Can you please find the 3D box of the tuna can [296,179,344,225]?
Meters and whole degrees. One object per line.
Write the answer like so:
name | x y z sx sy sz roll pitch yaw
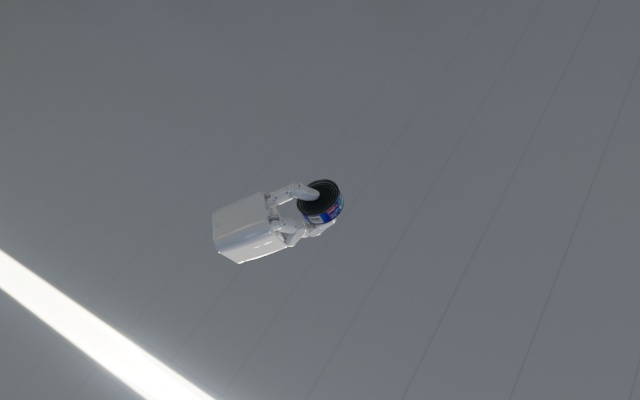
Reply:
tuna can | 0.000 0.003 0.899 0.086 0.086 0.034 0 -37 28
